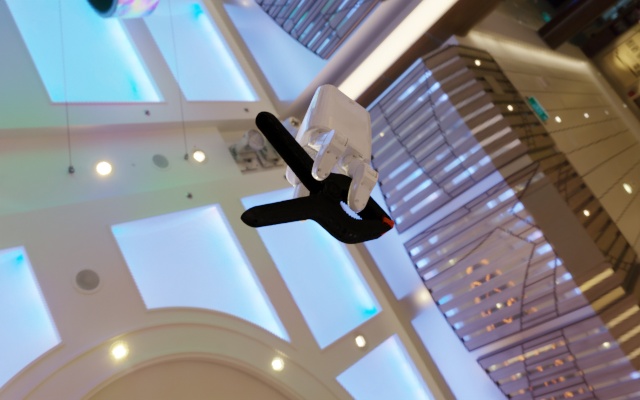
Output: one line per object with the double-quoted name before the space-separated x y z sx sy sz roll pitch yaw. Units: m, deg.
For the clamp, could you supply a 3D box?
"clamp" 0.000 0.002 0.554 0.210 0.164 0.036 32 -48 -22
